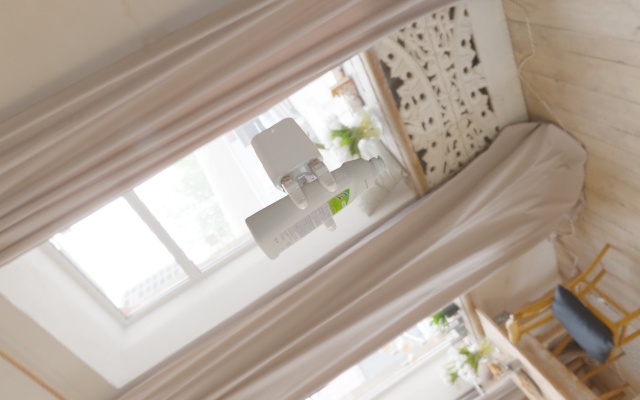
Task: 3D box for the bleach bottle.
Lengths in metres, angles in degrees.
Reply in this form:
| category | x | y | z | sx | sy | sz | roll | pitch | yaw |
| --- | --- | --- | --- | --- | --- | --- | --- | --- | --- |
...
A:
| category | x | y | z | sx | sy | sz | roll | pitch | yaw |
| --- | --- | --- | --- | --- | --- | --- | --- | --- | --- |
| bleach bottle | 0.000 | 0.003 | 0.814 | 0.251 | 0.068 | 0.103 | -31 | -24 | -5 |
